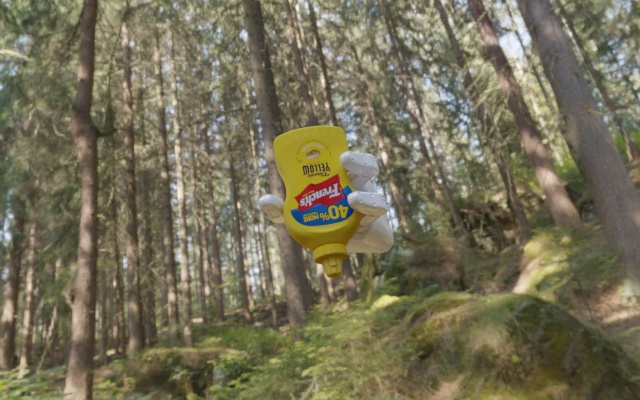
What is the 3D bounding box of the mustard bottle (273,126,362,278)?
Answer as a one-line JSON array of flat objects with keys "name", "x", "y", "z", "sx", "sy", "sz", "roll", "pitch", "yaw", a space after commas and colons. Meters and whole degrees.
[{"name": "mustard bottle", "x": 0.000, "y": 0.002, "z": 0.594, "sx": 0.096, "sy": 0.191, "sz": 0.058, "roll": -8, "pitch": -23, "yaw": -5}]
